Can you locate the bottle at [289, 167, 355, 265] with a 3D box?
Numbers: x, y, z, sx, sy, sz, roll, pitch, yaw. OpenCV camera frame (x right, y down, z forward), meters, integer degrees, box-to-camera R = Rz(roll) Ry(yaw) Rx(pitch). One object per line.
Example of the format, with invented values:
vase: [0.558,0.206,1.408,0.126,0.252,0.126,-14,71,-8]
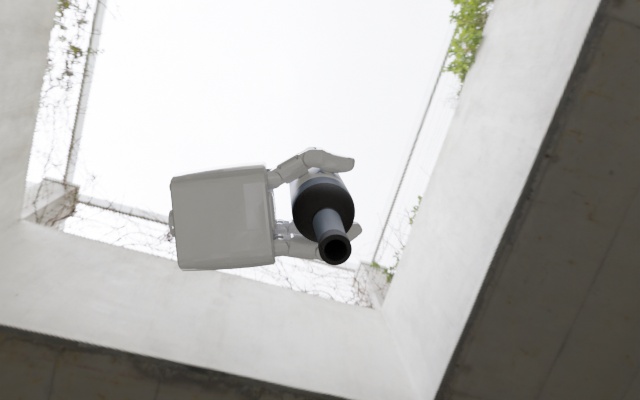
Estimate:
bottle: [0.000,0.002,0.532,0.069,0.069,0.295,0,15,-5]
